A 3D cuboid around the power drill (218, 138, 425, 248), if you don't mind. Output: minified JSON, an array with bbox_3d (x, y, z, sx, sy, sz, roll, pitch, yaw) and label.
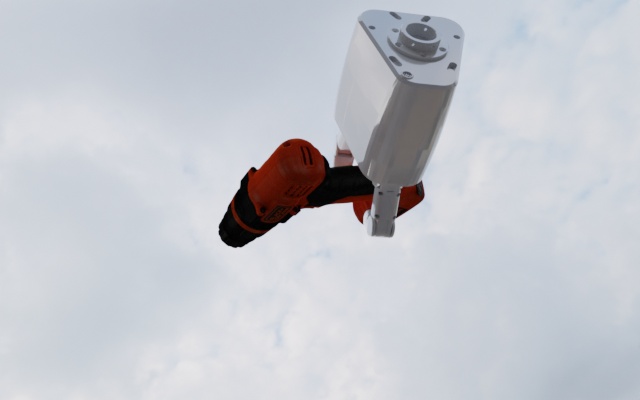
[{"bbox_3d":[0.001,0.001,0.503,0.187,0.057,0.184,-3,-22,-34],"label":"power drill"}]
